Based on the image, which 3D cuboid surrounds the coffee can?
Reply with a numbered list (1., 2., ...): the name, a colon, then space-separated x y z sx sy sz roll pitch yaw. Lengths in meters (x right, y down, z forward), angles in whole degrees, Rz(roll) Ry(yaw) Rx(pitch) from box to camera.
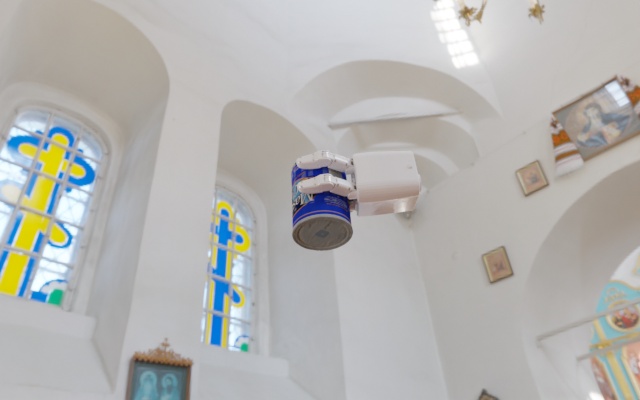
1. coffee can: 0.000 0.003 0.843 0.103 0.140 0.103 -2 -37 -2
